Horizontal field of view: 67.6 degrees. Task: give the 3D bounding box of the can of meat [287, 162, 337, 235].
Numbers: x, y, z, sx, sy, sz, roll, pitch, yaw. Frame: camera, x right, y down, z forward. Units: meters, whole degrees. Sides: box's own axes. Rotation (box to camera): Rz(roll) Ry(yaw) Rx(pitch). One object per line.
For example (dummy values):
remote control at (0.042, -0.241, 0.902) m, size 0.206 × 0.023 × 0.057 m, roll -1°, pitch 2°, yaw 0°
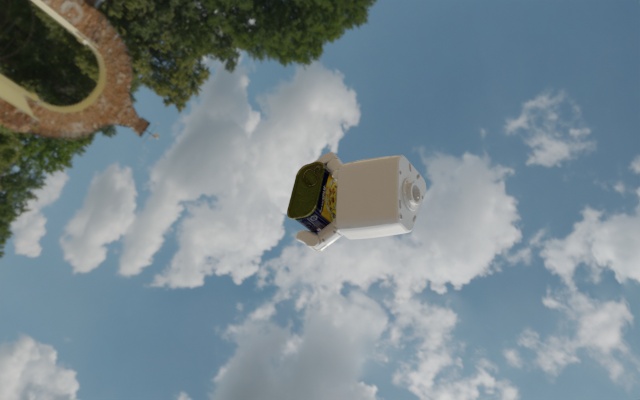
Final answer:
can of meat at (0.000, 0.003, 0.776) m, size 0.057 × 0.102 × 0.084 m, roll -12°, pitch -36°, yaw 36°
